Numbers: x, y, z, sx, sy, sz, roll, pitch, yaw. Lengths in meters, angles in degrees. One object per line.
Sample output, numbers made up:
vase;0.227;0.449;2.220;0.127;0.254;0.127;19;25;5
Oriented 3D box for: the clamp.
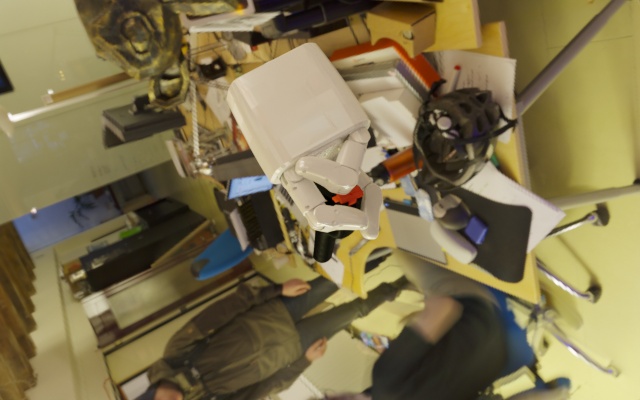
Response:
clamp;0.000;0.002;0.561;0.039;0.120;0.171;-27;-11;-25
